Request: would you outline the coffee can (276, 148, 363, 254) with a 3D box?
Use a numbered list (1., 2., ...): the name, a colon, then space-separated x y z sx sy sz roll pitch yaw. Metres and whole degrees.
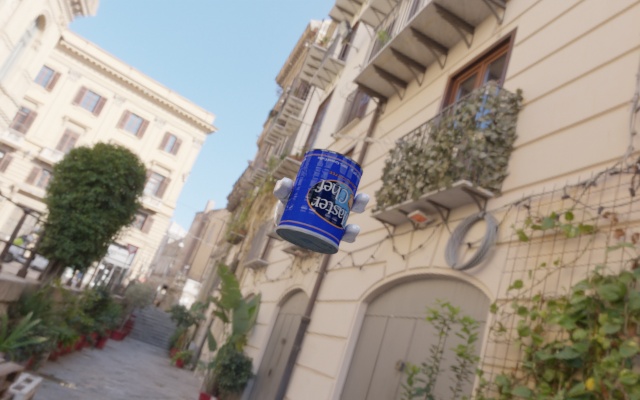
1. coffee can: 0.000 0.003 0.766 0.103 0.140 0.103 17 -18 6
